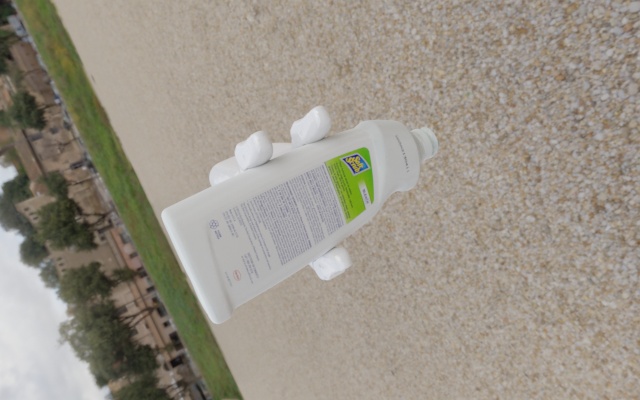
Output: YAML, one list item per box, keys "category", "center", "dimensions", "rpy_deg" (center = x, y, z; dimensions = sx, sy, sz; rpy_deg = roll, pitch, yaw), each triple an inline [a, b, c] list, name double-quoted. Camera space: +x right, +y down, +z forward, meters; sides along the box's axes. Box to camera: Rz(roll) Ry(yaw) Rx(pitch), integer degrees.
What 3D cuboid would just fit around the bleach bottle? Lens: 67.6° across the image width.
- category: "bleach bottle"
  center: [0.000, 0.001, 0.418]
  dimensions: [0.251, 0.102, 0.068]
  rpy_deg: [-25, 20, -20]
